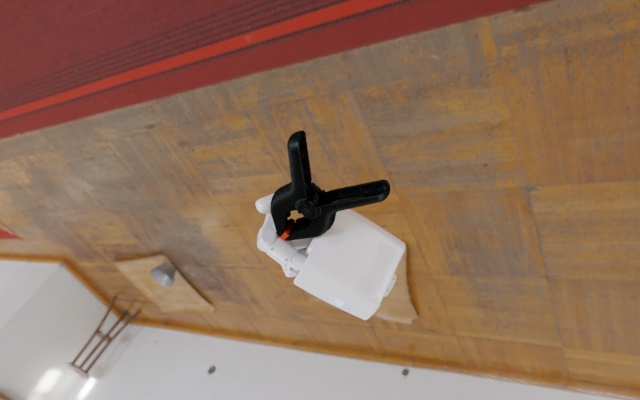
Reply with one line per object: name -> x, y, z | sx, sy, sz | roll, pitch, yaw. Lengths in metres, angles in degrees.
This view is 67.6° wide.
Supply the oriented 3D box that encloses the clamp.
clamp -> 0.000, 0.002, 0.550 | 0.120, 0.039, 0.172 | 29, -38, 0
